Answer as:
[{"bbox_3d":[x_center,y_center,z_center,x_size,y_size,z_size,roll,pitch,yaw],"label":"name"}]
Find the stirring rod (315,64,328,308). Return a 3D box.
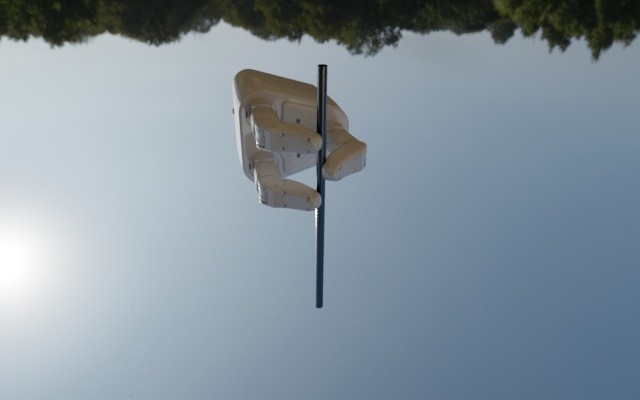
[{"bbox_3d":[0.000,0.001,0.425,0.011,0.240,0.011,1,29,0],"label":"stirring rod"}]
